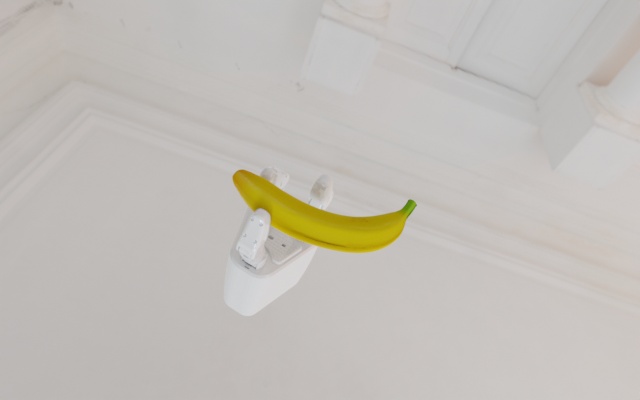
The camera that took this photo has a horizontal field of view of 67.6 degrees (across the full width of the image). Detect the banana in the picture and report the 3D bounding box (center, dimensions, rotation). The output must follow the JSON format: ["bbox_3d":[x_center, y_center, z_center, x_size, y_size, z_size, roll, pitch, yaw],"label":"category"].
[{"bbox_3d":[0.002,0.017,0.493,0.198,0.069,0.037,11,-38,-7],"label":"banana"}]
